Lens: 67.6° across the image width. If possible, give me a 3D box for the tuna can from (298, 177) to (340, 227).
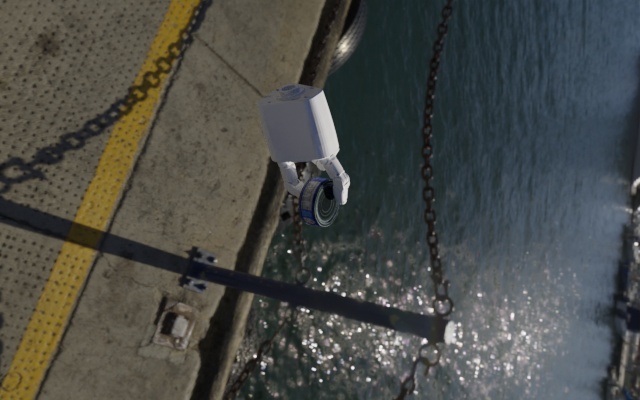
[{"bbox_3d":[0.001,0.003,0.833,0.034,0.086,0.086,11,6,33],"label":"tuna can"}]
